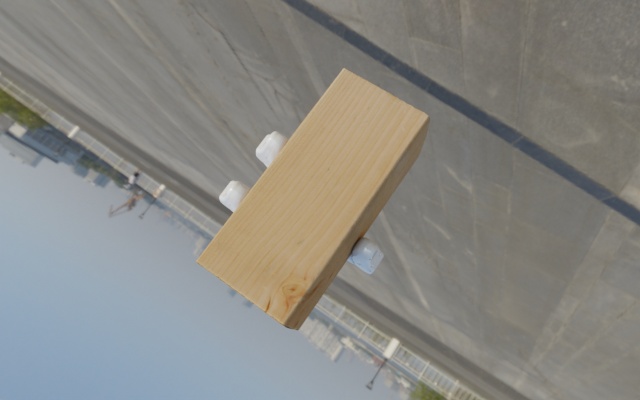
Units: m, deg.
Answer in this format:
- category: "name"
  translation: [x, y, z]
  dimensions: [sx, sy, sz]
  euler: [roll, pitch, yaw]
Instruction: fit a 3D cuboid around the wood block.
- category: "wood block"
  translation: [0.000, 0.002, 0.424]
  dimensions: [0.091, 0.206, 0.090]
  euler: [33, -12, 13]
